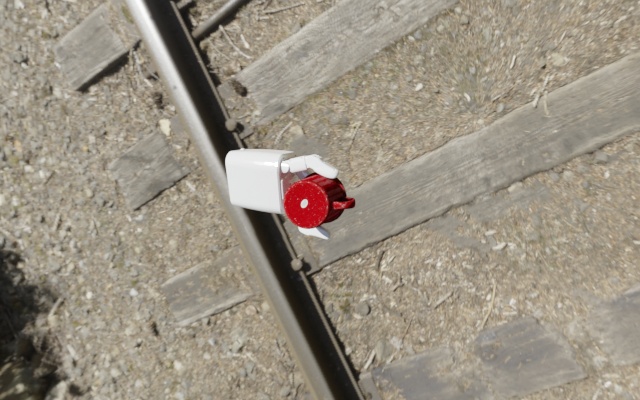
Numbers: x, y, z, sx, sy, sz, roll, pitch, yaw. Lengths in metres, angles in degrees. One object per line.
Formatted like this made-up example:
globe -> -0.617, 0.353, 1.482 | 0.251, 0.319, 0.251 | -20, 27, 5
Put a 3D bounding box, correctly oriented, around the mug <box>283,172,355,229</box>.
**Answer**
mug -> 0.001, 0.003, 0.800 | 0.117, 0.093, 0.081 | 7, 12, 18
